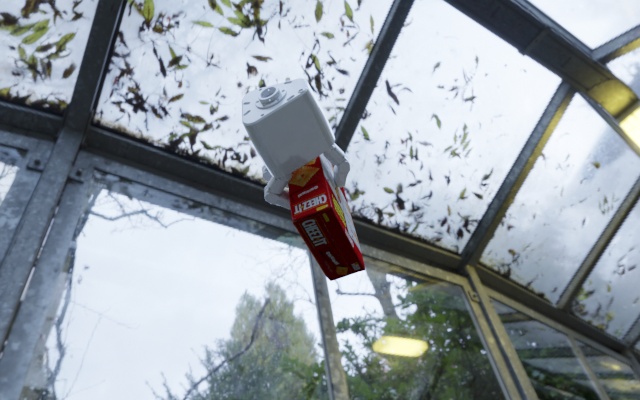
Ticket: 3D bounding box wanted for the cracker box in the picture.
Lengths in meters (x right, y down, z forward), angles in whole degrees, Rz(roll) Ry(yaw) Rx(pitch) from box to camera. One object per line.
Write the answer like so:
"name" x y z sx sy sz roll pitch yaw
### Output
"cracker box" 0.000 0.002 0.807 0.072 0.213 0.164 -21 -48 9
